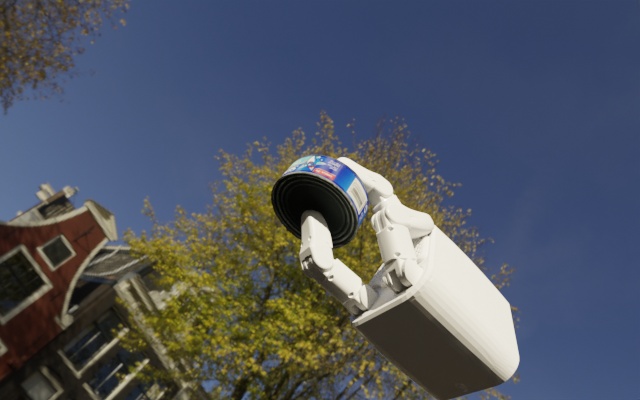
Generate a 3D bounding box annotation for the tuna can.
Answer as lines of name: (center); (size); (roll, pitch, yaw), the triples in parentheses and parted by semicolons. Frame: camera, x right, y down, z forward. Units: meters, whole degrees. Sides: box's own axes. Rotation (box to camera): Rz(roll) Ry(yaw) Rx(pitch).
tuna can: (0.000, 0.001, 0.437); (0.086, 0.086, 0.033); (0, 36, 31)
